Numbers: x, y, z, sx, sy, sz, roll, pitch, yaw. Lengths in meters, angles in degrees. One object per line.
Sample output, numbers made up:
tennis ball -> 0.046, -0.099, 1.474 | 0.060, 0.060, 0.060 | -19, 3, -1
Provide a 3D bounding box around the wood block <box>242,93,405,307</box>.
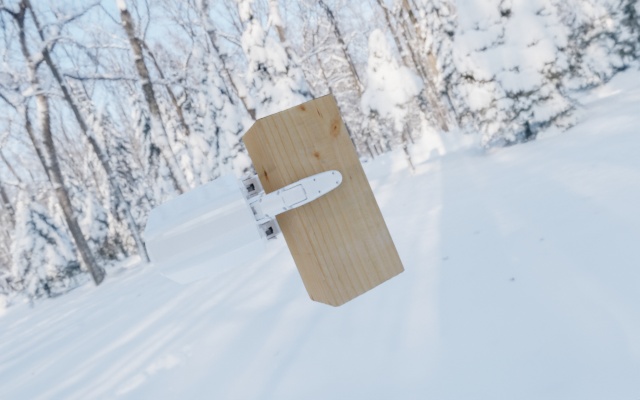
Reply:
wood block -> 0.000, 0.002, 0.532 | 0.090, 0.206, 0.091 | -24, 3, -20
